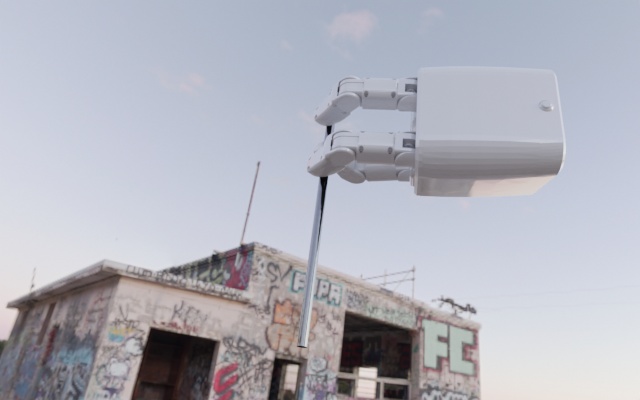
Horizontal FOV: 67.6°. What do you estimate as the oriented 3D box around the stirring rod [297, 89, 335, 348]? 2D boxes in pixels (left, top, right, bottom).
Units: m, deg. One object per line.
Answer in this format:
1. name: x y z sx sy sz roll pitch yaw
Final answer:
1. stirring rod: 0.000 0.001 0.405 0.011 0.239 0.011 6 -27 3
